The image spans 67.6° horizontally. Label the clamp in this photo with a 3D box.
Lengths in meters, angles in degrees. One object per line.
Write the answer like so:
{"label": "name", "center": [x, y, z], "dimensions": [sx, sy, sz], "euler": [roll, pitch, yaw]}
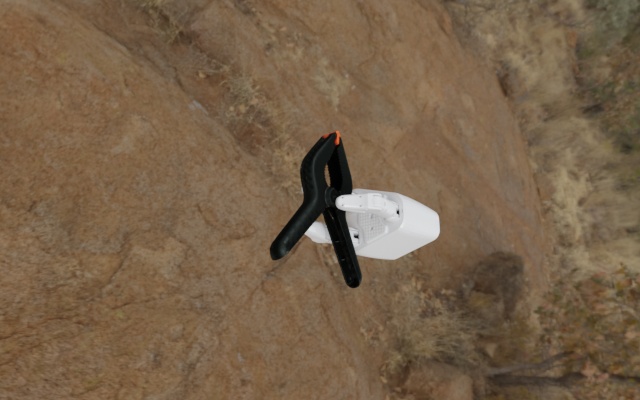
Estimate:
{"label": "clamp", "center": [0.001, 0.001, 0.625], "dimensions": [0.036, 0.210, 0.164], "euler": [-12, -21, 37]}
